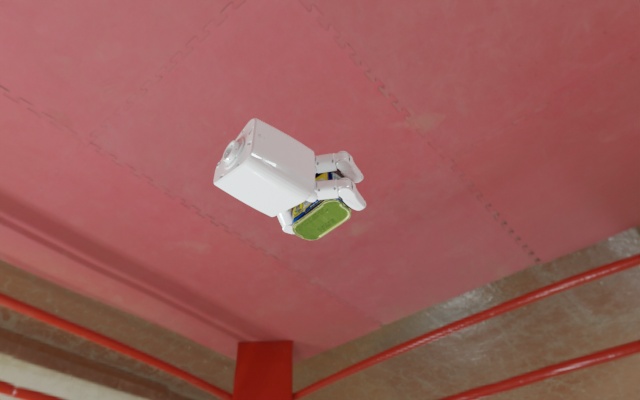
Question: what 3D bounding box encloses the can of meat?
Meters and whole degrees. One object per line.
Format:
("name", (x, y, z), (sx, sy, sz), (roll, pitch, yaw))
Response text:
("can of meat", (0.000, 0.003, 0.738), (0.057, 0.083, 0.102), (32, -53, -30))
